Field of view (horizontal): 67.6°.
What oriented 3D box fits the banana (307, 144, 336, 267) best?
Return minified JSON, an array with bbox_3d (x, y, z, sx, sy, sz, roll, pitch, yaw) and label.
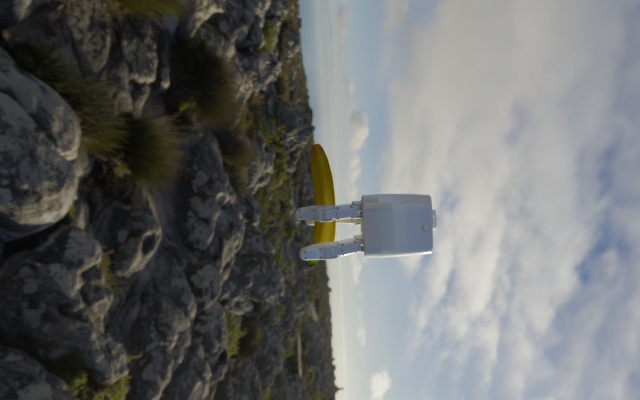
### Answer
[{"bbox_3d":[0.004,0.009,0.778,0.037,0.197,0.069,-2,-11,12],"label":"banana"}]
